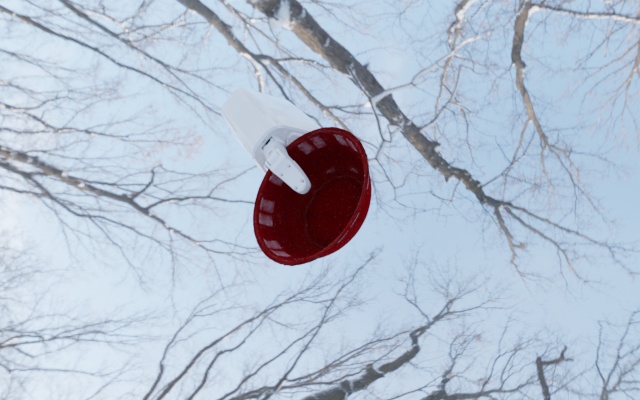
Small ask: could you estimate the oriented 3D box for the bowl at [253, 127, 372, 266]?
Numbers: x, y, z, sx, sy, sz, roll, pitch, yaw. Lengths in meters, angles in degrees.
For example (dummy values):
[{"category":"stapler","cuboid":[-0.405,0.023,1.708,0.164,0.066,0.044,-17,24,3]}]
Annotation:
[{"category":"bowl","cuboid":[0.001,0.003,0.532,0.162,0.162,0.055,0,-22,42]}]
